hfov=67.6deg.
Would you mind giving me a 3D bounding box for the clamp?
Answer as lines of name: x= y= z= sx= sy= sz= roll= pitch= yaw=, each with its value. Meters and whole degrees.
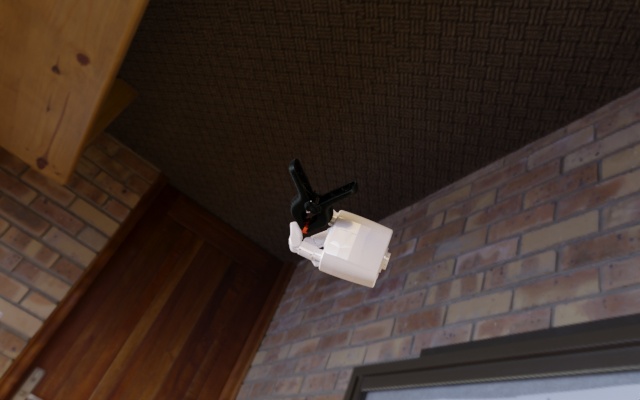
clamp: x=0.000 y=0.003 z=0.838 sx=0.120 sy=0.039 sz=0.172 roll=20 pitch=-37 yaw=10
